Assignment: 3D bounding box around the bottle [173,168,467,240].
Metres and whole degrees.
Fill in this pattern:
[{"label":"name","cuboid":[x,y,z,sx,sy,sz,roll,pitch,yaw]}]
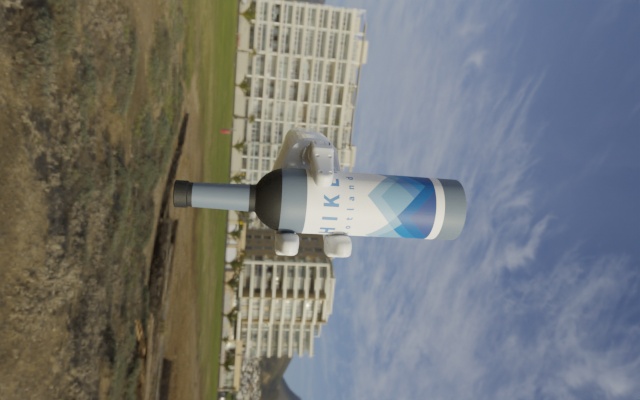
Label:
[{"label":"bottle","cuboid":[0.000,0.002,0.499,0.296,0.069,0.069,3,-1,-9]}]
